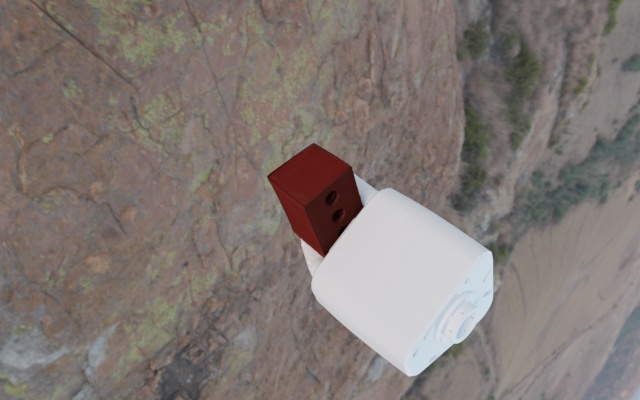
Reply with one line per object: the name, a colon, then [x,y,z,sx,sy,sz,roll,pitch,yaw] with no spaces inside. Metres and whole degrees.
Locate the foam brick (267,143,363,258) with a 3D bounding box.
foam brick: [0.000,0.001,0.408,0.053,0.078,0.051,-39,48,-16]
